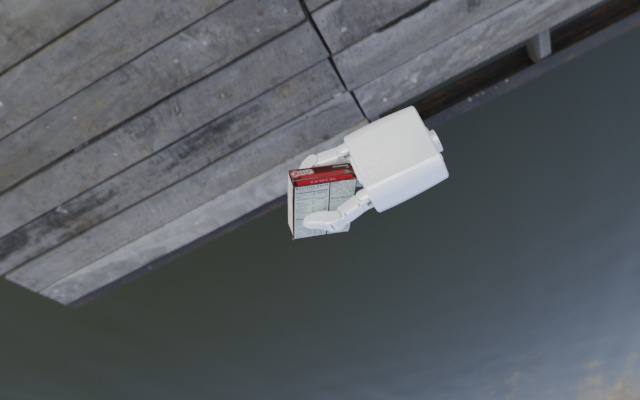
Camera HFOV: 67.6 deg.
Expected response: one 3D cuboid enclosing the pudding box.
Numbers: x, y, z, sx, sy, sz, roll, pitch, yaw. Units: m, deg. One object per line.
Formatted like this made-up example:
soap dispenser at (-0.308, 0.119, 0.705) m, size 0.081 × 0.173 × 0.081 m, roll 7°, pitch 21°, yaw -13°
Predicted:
pudding box at (0.000, 0.002, 0.675) m, size 0.090 × 0.114 × 0.039 m, roll -7°, pitch 45°, yaw -11°
